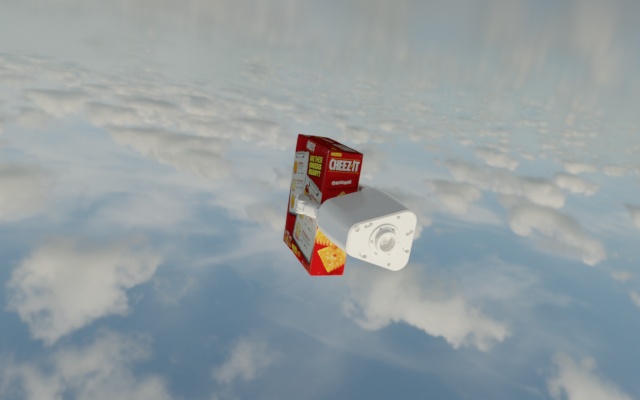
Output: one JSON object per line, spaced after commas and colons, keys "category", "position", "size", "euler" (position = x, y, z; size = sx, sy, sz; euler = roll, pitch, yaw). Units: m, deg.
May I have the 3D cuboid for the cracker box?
{"category": "cracker box", "position": [0.000, 0.003, 0.843], "size": [0.072, 0.214, 0.164], "euler": [3, 16, -22]}
